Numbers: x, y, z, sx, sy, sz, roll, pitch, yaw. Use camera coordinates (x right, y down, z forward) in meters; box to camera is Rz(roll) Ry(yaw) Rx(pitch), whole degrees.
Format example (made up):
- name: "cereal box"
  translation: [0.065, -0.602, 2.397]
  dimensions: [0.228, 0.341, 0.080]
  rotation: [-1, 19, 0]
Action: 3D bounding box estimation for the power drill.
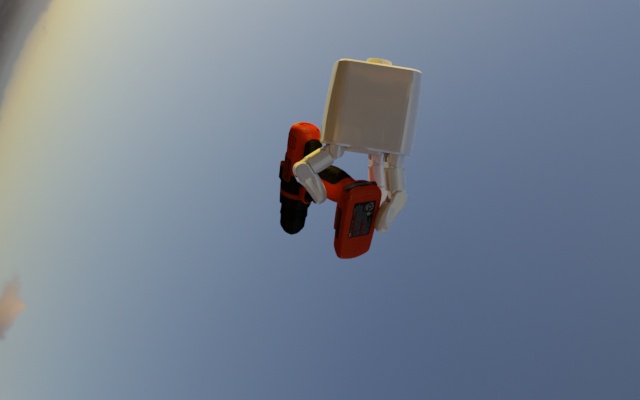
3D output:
- name: "power drill"
  translation: [0.000, 0.002, 0.678]
  dimensions: [0.057, 0.184, 0.187]
  rotation: [-12, 34, -32]
